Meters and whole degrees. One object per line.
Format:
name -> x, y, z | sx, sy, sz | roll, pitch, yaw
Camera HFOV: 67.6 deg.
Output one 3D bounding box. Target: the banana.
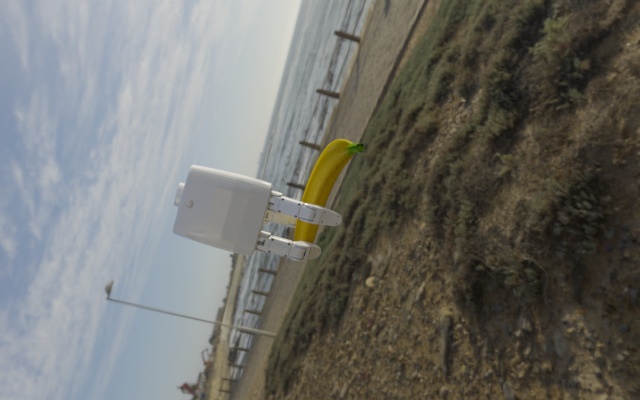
banana -> 0.000, -0.010, 0.661 | 0.037, 0.198, 0.069 | 17, 29, -15
